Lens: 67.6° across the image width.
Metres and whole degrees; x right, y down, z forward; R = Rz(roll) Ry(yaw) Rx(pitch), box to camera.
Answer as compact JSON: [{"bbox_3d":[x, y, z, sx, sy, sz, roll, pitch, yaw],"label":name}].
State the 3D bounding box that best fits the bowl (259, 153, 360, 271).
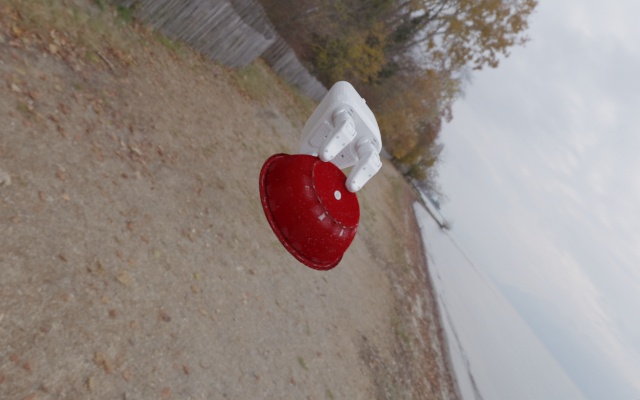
[{"bbox_3d":[0.000,0.003,0.590,0.055,0.162,0.162,-28,-15,31],"label":"bowl"}]
